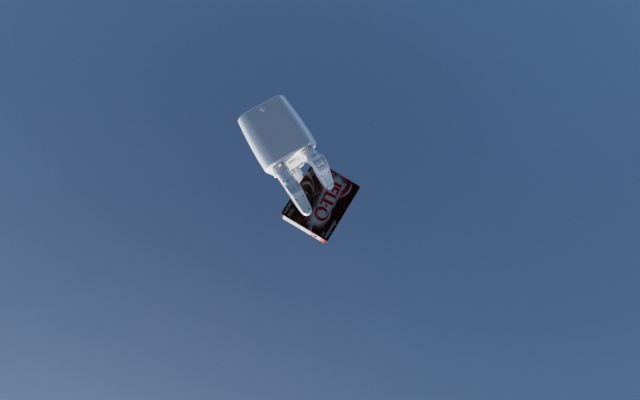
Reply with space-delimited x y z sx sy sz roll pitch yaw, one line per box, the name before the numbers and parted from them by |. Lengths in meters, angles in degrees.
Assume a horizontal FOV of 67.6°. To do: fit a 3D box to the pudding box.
pudding box | 0.000 0.003 0.798 0.090 0.113 0.039 30 -12 4
